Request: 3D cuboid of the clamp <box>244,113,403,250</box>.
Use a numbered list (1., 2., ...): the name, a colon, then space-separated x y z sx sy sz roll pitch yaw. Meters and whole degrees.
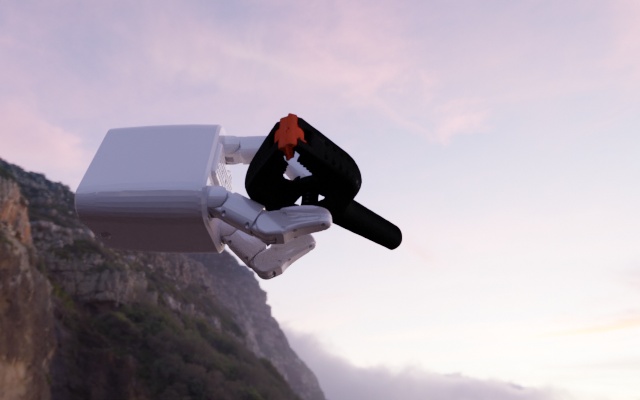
1. clamp: 0.000 0.000 0.417 0.164 0.036 0.210 -1 -29 0
